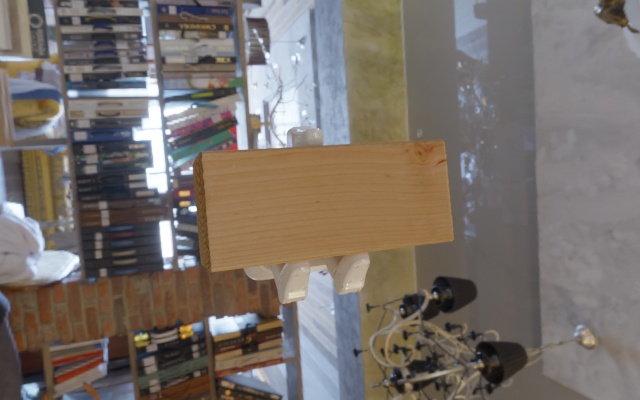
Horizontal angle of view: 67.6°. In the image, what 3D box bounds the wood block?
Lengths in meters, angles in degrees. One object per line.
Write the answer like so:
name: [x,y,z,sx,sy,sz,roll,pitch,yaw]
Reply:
wood block: [0.000,0.001,0.418,0.206,0.091,0.090,-5,-1,-19]
